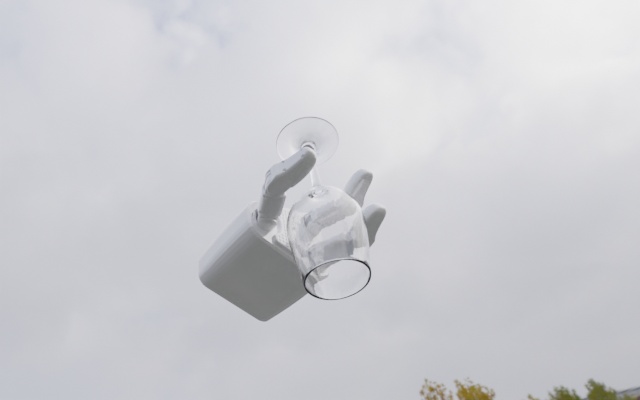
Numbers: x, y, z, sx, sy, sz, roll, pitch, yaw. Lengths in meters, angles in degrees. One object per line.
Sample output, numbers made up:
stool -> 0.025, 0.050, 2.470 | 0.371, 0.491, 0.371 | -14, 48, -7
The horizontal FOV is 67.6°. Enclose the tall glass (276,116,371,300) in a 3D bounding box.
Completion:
tall glass -> 0.000, 0.001, 0.492 | 0.079, 0.079, 0.200 | 0, 44, -13
